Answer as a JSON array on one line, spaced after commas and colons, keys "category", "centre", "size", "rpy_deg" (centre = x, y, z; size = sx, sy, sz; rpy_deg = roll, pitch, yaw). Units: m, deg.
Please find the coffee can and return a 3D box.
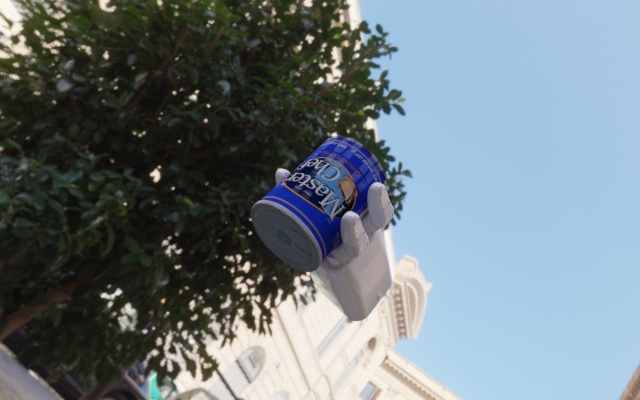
[{"category": "coffee can", "centre": [0.000, 0.002, 0.580], "size": [0.103, 0.103, 0.140], "rpy_deg": [0, 37, 50]}]
